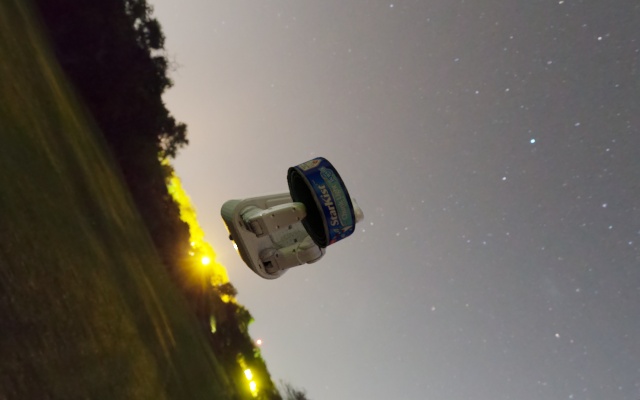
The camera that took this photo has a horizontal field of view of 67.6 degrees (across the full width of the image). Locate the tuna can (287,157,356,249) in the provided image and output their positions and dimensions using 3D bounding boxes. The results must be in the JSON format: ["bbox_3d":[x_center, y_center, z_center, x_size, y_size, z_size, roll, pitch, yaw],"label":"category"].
[{"bbox_3d":[0.001,0.001,0.469,0.034,0.086,0.086,-23,7,-16],"label":"tuna can"}]
